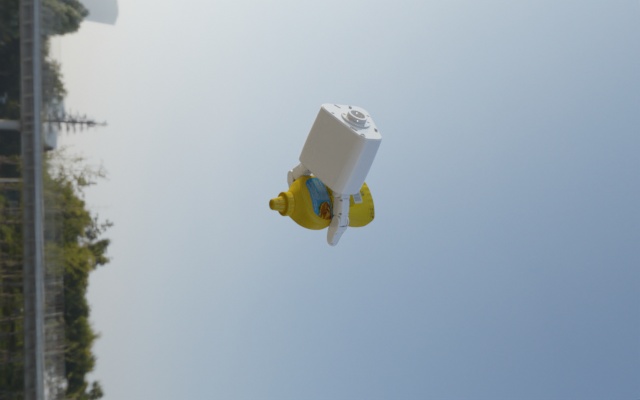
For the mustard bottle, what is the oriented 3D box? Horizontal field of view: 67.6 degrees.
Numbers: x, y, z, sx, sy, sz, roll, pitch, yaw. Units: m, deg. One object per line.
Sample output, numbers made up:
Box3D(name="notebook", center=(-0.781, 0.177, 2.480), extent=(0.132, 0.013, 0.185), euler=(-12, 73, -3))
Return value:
Box3D(name="mustard bottle", center=(0.000, 0.003, 0.819), extent=(0.191, 0.096, 0.058), euler=(-2, -24, -35))
